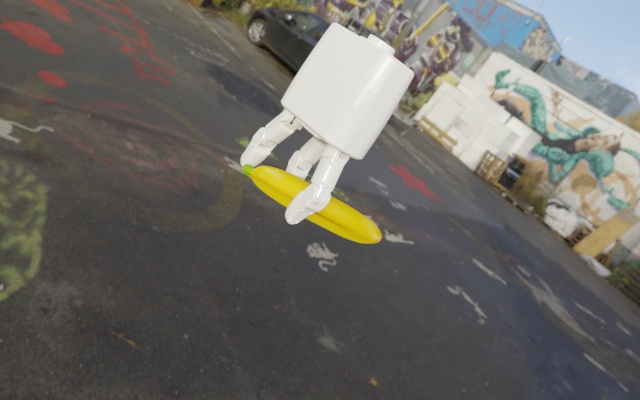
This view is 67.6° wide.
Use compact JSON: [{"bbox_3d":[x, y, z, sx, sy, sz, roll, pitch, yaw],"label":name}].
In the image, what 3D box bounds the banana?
[{"bbox_3d":[-0.001,0.005,0.570,0.198,0.037,0.069,30,11,-12],"label":"banana"}]
